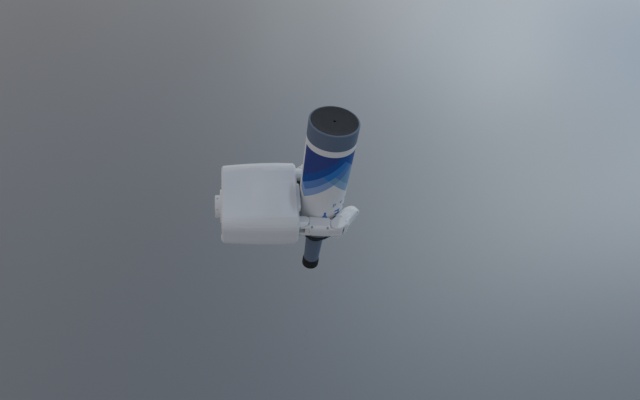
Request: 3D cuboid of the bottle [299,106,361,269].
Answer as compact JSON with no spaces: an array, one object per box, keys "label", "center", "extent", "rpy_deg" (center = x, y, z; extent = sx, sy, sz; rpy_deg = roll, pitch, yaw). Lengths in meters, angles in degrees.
[{"label":"bottle","center":[0.000,0.002,0.704],"extent":[0.069,0.069,0.296],"rpy_deg":[0,-44,-10]}]
